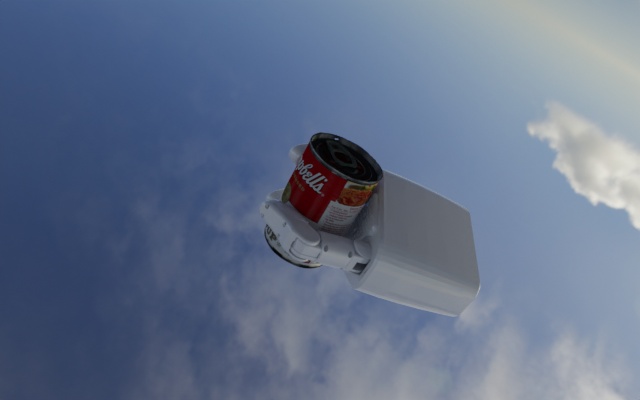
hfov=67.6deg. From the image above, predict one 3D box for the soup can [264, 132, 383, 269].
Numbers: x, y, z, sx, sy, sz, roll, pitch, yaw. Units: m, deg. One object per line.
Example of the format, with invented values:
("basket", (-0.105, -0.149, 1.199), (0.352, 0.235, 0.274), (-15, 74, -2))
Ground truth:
("soup can", (-0.001, 0.002, 0.419), (0.068, 0.102, 0.068), (22, 31, -14))
